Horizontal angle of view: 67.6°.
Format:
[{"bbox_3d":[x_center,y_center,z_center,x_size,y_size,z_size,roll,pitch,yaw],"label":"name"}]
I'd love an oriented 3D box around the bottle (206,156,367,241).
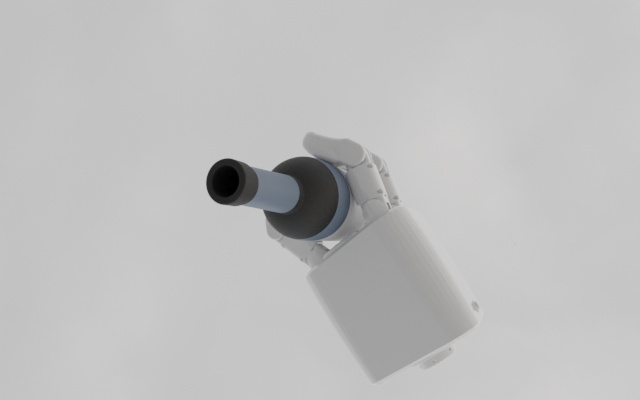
[{"bbox_3d":[0.000,0.001,0.411,0.069,0.069,0.296,0,-5,22],"label":"bottle"}]
